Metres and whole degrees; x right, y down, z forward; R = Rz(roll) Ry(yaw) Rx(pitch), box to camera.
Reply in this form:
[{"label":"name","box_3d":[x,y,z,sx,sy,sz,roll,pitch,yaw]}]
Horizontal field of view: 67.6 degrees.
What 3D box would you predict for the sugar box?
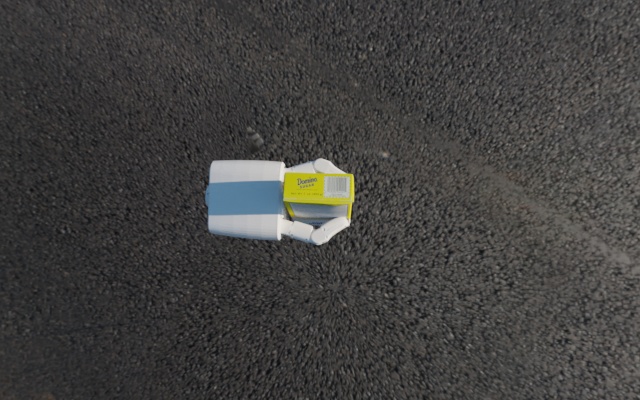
[{"label":"sugar box","box_3d":[0.000,0.002,0.702,0.093,0.048,0.176,3,-10,2]}]
